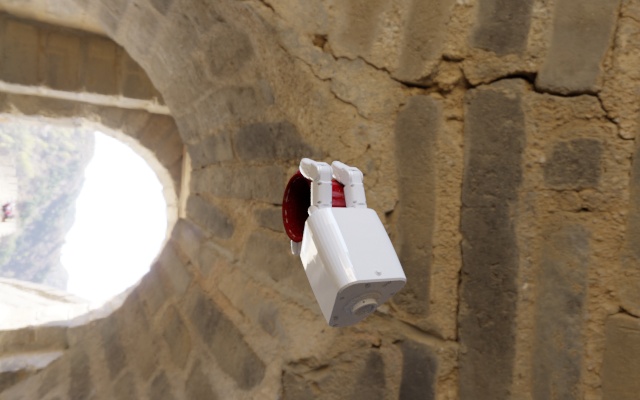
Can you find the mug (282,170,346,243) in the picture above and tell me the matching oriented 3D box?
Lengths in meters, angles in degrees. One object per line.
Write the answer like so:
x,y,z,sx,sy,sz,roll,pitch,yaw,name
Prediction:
0.000,0.001,0.660,0.081,0.117,0.093,3,-43,-30,mug
